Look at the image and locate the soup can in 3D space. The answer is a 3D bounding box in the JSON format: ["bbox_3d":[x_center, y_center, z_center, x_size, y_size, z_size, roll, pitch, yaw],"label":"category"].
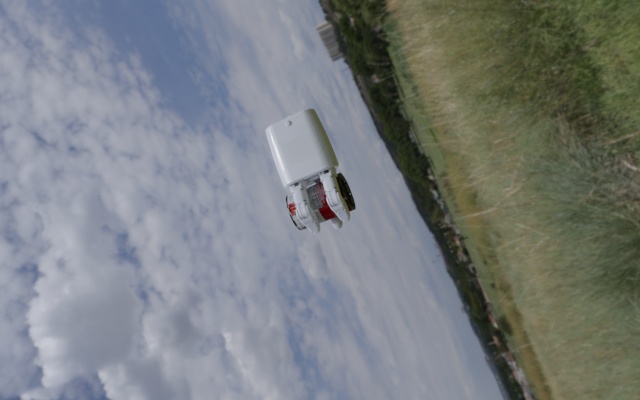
[{"bbox_3d":[0.000,0.003,0.816,0.102,0.068,0.068,-22,-5,13],"label":"soup can"}]
